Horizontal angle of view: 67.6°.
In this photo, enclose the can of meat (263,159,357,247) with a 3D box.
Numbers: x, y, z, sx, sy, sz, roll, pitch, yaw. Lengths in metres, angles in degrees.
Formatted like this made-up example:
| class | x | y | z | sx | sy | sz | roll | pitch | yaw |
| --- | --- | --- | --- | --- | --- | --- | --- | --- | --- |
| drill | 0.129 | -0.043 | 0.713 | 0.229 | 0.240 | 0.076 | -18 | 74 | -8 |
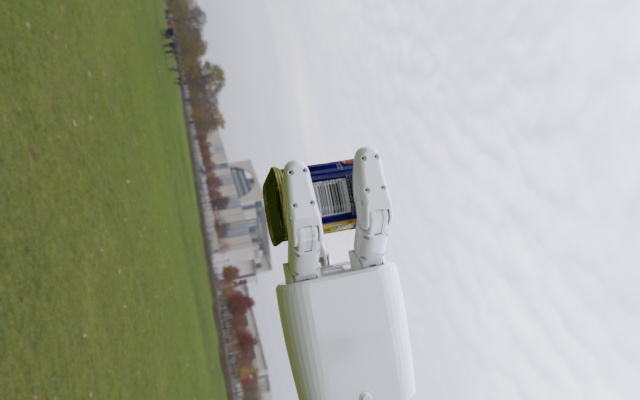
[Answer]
| class | x | y | z | sx | sy | sz | roll | pitch | yaw |
| --- | --- | --- | --- | --- | --- | --- | --- | --- | --- |
| can of meat | 0.000 | 0.001 | 0.404 | 0.084 | 0.057 | 0.102 | -9 | -8 | -13 |
